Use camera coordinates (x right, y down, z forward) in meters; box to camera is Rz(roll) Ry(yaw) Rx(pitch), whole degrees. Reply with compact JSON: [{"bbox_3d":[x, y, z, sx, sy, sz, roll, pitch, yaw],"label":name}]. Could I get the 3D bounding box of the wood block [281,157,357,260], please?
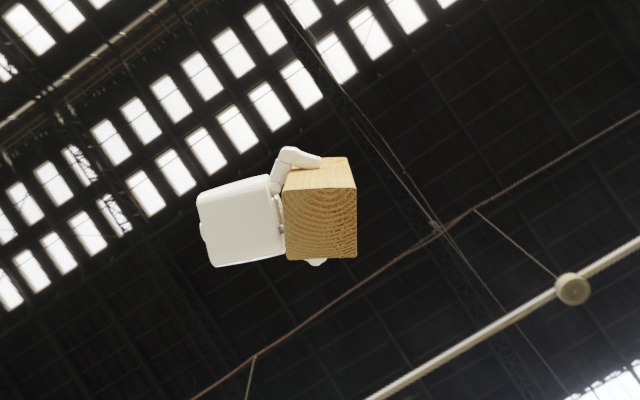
[{"bbox_3d":[0.000,0.002,0.671,0.090,0.091,0.206,-3,15,0],"label":"wood block"}]
